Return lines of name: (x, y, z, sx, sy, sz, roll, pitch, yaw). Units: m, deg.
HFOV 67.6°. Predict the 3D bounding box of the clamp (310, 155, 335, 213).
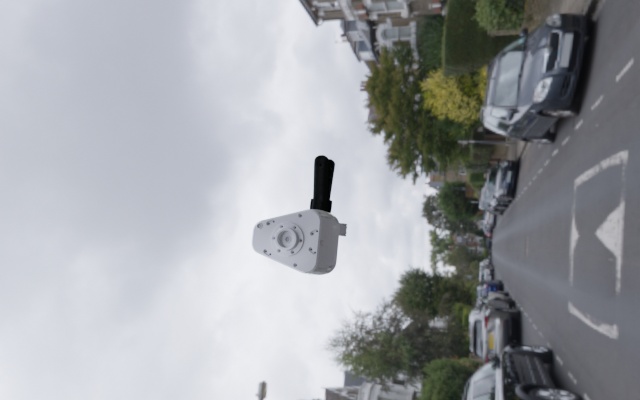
clamp: (0.000, 0.003, 0.812, 0.039, 0.171, 0.120, 3, -7, 12)
